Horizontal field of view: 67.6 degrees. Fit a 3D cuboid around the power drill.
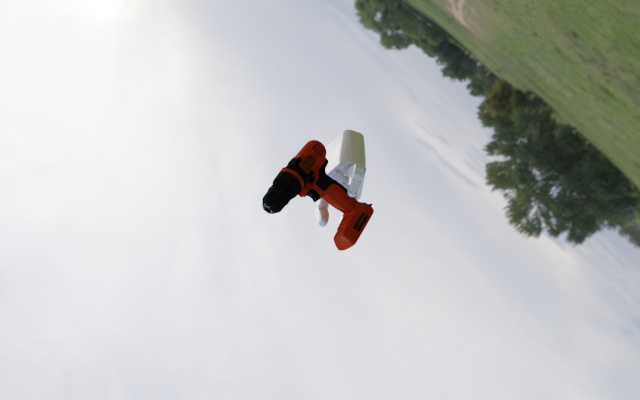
[{"bbox_3d":[0.001,0.003,0.871,0.057,0.188,0.184,-25,23,52],"label":"power drill"}]
